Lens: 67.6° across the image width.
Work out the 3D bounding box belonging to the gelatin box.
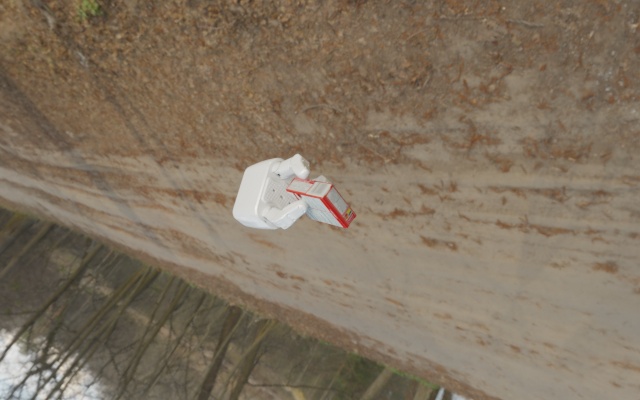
[{"bbox_3d":[0.000,0.003,0.714,0.089,0.030,0.073,13,-30,48],"label":"gelatin box"}]
